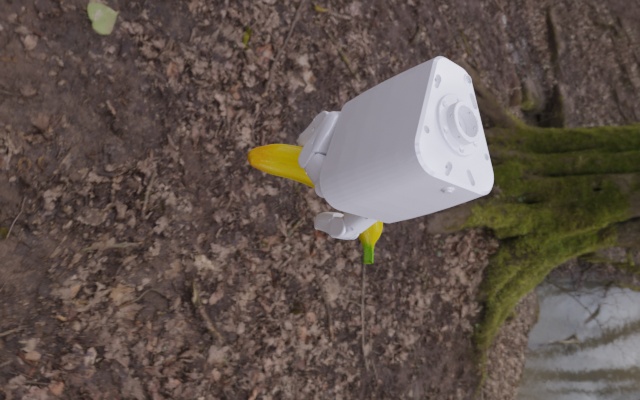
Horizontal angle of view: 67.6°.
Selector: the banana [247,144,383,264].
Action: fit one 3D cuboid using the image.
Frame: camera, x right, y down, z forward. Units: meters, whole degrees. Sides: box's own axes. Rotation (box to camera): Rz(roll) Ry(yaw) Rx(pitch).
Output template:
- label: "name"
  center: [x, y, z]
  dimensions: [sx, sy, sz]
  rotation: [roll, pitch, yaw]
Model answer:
- label: "banana"
  center: [0.009, -0.011, 0.528]
  dimensions: [0.198, 0.069, 0.037]
  rotation: [41, -34, -23]
